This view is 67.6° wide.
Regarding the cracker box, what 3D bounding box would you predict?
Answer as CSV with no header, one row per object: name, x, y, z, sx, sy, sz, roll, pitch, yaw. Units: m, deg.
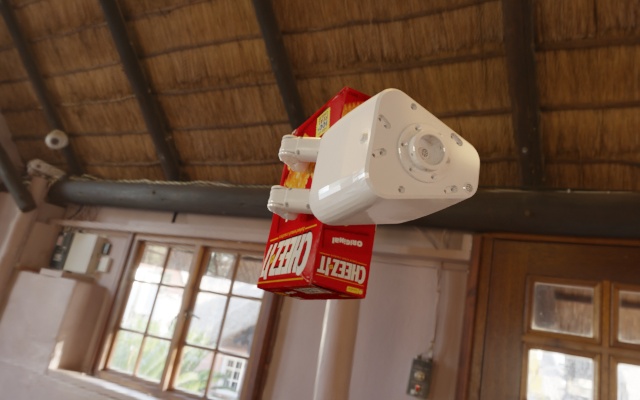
cracker box,0.000,0.002,0.551,0.072,0.213,0.164,18,-18,-21
